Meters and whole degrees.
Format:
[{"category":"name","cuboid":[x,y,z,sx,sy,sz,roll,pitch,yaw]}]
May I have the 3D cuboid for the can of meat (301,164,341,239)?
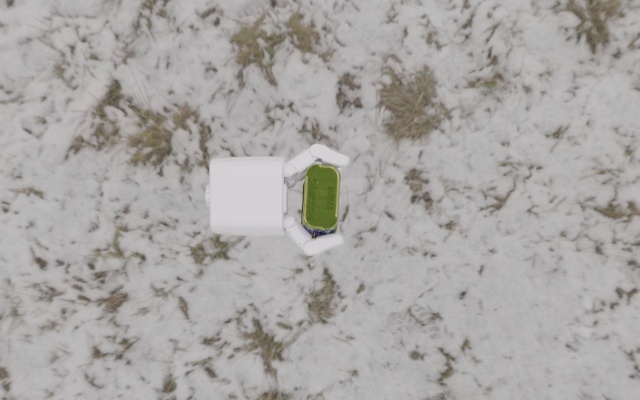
[{"category":"can of meat","cuboid":[0.000,0.002,0.713,0.057,0.102,0.084,3,-12,-1]}]
